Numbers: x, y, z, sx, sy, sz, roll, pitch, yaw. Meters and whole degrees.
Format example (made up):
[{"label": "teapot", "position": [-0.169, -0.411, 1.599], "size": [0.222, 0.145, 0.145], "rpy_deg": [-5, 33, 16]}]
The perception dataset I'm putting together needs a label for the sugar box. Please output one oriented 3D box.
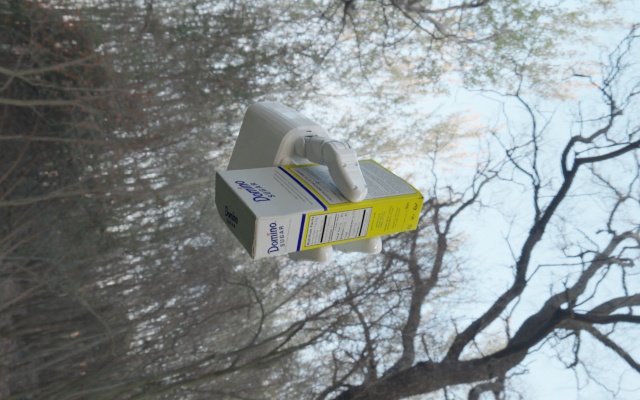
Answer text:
[{"label": "sugar box", "position": [0.000, 0.002, 0.447], "size": [0.176, 0.048, 0.093], "rpy_deg": [-9, 31, -29]}]
